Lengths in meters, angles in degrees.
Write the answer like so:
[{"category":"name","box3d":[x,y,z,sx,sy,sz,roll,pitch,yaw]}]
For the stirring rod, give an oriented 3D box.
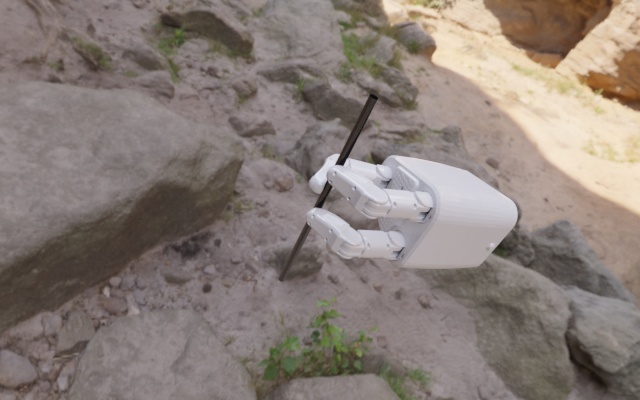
[{"category":"stirring rod","box3d":[0.000,0.002,0.462,0.011,0.240,0.011,17,38,-13]}]
